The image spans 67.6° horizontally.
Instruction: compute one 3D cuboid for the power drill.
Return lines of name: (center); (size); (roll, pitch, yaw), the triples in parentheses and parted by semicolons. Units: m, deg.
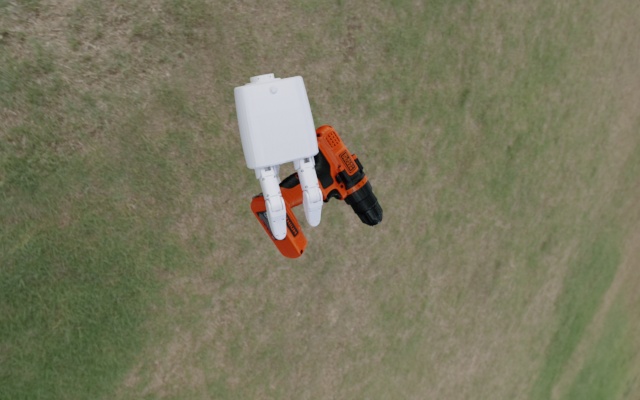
power drill: (0.000, 0.002, 0.729); (0.187, 0.184, 0.057); (-42, 15, -32)
